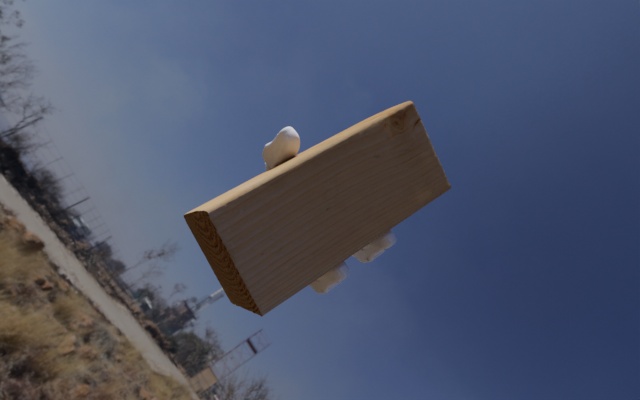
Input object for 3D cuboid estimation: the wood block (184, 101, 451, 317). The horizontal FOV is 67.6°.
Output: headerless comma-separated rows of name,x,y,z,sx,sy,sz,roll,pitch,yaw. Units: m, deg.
wood block,0.000,0.001,0.420,0.206,0.091,0.090,-31,10,-25
